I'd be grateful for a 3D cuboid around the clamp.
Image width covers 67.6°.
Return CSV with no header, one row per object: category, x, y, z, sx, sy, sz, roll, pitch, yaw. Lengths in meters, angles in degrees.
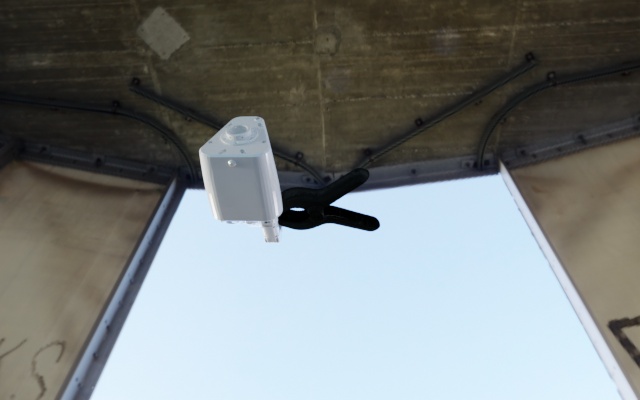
clamp,0.000,0.002,0.684,0.171,0.120,0.039,-2,41,4
